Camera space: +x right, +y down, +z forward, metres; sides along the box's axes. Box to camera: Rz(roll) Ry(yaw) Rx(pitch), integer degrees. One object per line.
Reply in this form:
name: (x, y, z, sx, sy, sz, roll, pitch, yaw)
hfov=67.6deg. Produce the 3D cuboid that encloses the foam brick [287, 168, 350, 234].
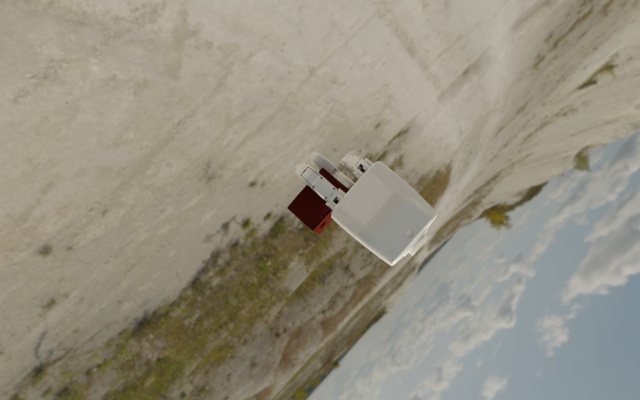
foam brick: (0.000, 0.002, 0.675, 0.051, 0.078, 0.053, 41, 0, 12)
